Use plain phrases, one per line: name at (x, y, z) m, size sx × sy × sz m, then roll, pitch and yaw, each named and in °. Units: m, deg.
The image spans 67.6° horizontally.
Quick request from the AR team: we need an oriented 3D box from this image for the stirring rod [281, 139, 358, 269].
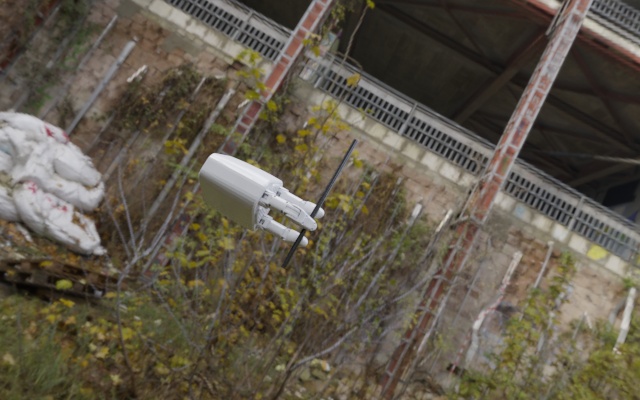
stirring rod at (0.000, 0.003, 0.769) m, size 0.011 × 0.239 × 0.011 m, roll 29°, pitch -11°, yaw 6°
